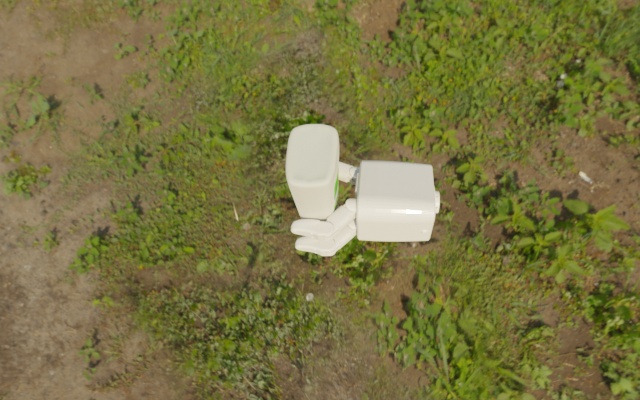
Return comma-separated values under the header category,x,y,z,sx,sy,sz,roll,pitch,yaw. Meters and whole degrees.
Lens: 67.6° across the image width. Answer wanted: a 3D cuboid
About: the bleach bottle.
category,x,y,z,sx,sy,sz,roll,pitch,yaw
bleach bottle,0.000,0.002,0.714,0.068,0.102,0.251,1,-29,7
